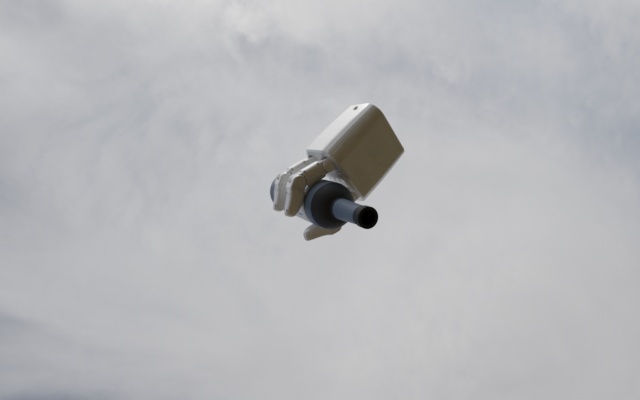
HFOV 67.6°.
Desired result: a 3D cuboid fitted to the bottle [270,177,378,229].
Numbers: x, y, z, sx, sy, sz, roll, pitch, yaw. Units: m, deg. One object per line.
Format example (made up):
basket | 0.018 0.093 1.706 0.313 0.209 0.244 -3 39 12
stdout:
bottle | 0.000 0.002 0.694 0.069 0.069 0.295 0 7 -23
